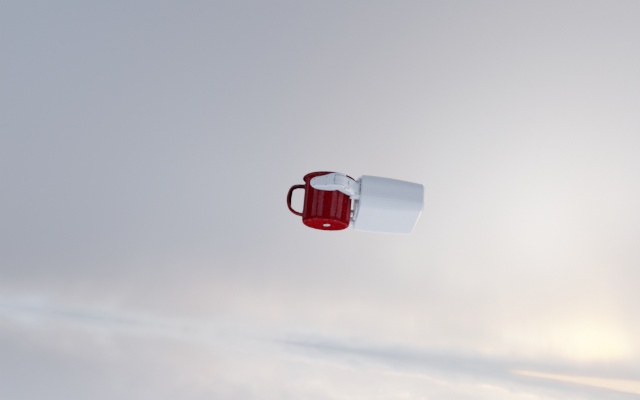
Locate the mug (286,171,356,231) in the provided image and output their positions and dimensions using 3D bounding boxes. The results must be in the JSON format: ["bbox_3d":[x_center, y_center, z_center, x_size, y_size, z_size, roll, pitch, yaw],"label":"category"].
[{"bbox_3d":[-0.001,0.003,0.815,0.117,0.081,0.093,6,-17,-1],"label":"mug"}]
